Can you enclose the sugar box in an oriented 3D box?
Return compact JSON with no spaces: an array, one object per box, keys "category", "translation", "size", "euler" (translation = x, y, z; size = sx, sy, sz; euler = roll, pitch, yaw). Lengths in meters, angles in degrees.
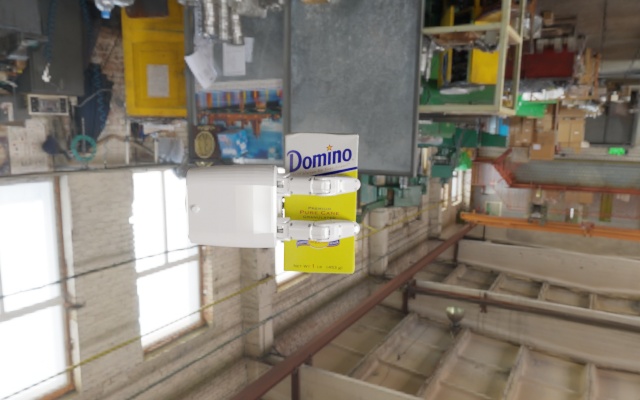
[{"category":"sugar box","translation":[0.000,0.002,0.611],"size":[0.093,0.176,0.048],"euler":[1,9,2]}]
